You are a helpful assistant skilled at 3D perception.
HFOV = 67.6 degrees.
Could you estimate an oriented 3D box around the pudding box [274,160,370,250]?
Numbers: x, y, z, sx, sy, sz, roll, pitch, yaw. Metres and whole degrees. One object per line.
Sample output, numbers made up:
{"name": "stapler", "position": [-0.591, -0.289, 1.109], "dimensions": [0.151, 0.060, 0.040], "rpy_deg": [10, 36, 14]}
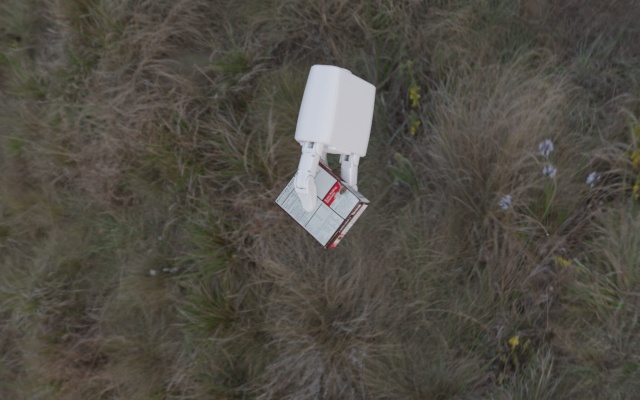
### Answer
{"name": "pudding box", "position": [0.000, 0.002, 0.698], "dimensions": [0.113, 0.090, 0.039], "rpy_deg": [42, 12, 23]}
